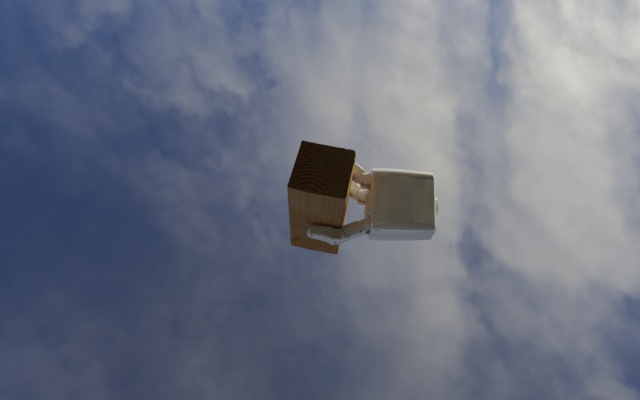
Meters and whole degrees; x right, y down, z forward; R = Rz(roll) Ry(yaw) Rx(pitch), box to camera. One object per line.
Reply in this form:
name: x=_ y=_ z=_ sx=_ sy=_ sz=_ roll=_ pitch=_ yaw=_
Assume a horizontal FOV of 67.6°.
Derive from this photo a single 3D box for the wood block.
wood block: x=0.000 y=0.003 z=0.802 sx=0.090 sy=0.090 sz=0.206 roll=12 pitch=-29 yaw=5
